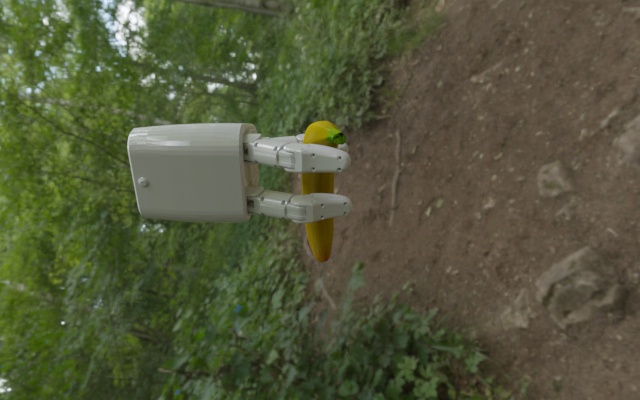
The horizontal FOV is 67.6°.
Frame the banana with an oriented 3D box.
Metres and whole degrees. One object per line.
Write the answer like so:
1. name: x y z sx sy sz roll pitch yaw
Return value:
1. banana: -0.001 -0.015 0.507 0.037 0.069 0.198 -2 -41 -4
